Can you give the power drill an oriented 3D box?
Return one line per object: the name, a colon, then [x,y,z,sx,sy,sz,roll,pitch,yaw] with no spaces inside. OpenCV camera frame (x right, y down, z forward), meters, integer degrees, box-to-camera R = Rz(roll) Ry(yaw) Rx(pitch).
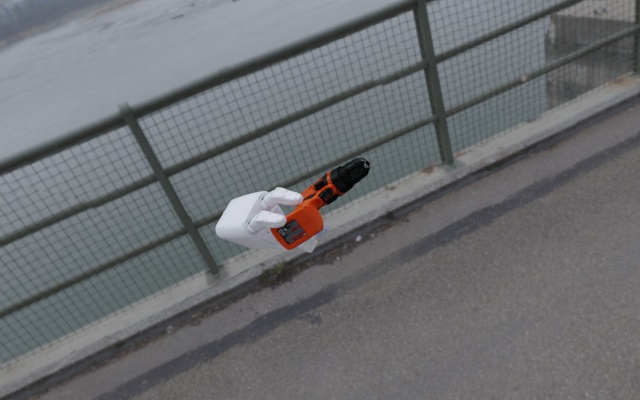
power drill: [0.000,0.003,0.885,0.184,0.057,0.187,-35,8,35]
